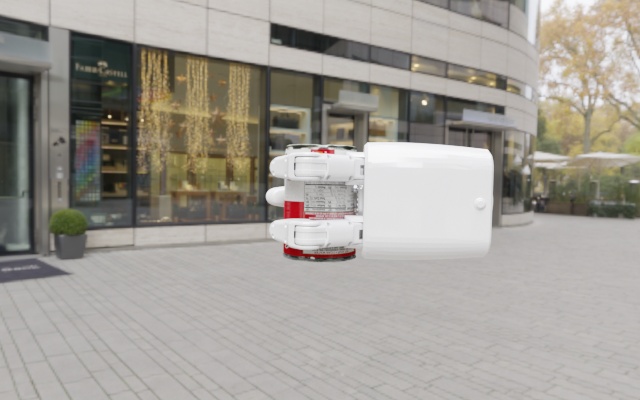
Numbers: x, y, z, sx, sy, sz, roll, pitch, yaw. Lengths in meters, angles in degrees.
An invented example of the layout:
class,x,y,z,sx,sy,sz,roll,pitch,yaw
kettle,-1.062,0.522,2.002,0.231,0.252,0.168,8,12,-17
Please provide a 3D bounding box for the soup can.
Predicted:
class,x,y,z,sx,sy,sz,roll,pitch,yaw
soup can,0.000,0.001,0.441,0.068,0.102,0.068,1,2,0
